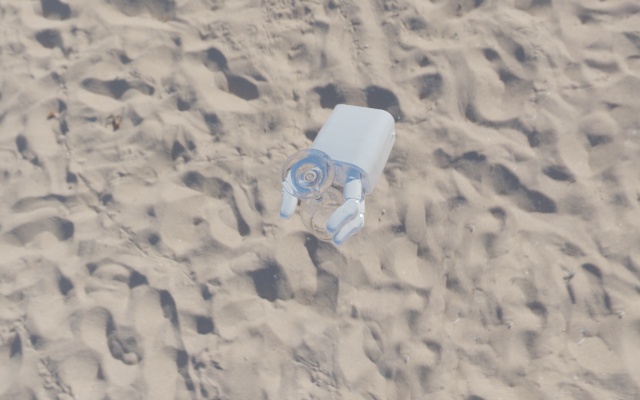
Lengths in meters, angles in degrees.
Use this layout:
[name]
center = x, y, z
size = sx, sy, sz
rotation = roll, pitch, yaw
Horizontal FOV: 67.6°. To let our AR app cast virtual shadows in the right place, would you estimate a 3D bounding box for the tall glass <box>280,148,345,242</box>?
[tall glass]
center = 0.000, 0.002, 0.718
size = 0.079, 0.079, 0.201
rotation = 0, -23, 10
